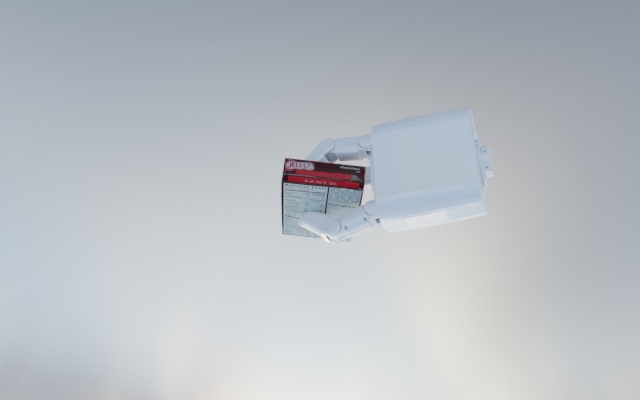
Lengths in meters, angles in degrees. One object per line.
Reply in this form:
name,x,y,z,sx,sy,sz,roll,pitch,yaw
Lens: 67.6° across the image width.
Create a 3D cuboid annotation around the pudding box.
pudding box,0.000,0.002,0.554,0.090,0.039,0.114,7,-37,0
